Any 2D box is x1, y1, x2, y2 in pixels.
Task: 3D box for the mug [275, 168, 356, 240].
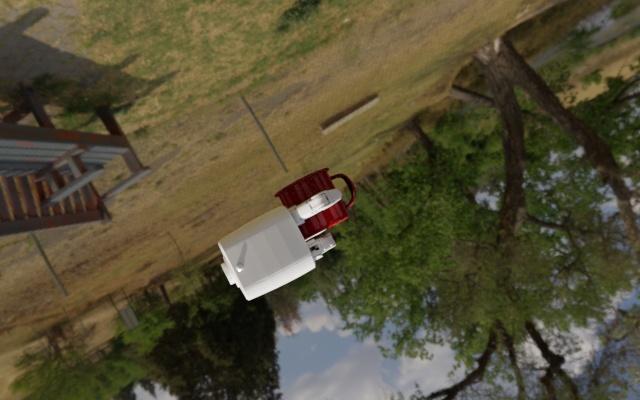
[{"bbox_3d":[0.001,0.002,0.725,0.117,0.081,0.093,-26,-3,-16],"label":"mug"}]
